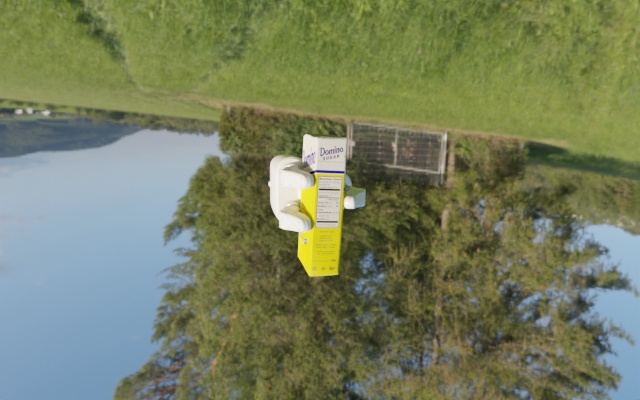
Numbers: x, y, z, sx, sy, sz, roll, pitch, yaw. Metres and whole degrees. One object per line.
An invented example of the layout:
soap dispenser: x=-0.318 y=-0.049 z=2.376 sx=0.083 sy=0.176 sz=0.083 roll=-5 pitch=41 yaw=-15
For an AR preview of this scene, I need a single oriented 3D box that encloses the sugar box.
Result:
sugar box: x=0.000 y=0.002 z=0.630 sx=0.048 sy=0.176 sz=0.093 roll=-2 pitch=10 yaw=-13
